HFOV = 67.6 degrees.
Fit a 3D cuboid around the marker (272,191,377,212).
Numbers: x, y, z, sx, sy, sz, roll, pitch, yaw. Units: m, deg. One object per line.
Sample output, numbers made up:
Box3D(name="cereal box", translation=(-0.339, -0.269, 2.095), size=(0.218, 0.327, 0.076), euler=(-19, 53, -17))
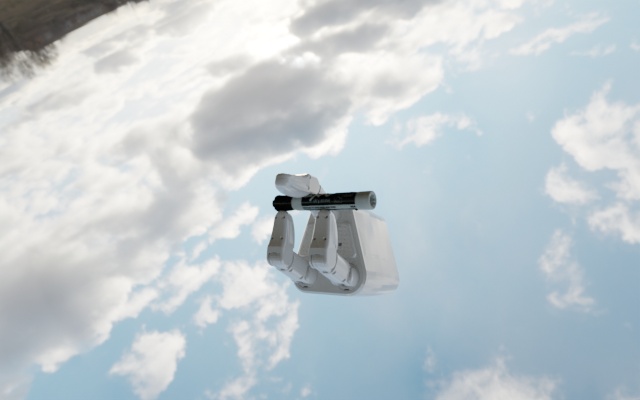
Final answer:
Box3D(name="marker", translation=(0.000, 0.002, 0.496), size=(0.121, 0.020, 0.020), euler=(-2, -1, 32))
